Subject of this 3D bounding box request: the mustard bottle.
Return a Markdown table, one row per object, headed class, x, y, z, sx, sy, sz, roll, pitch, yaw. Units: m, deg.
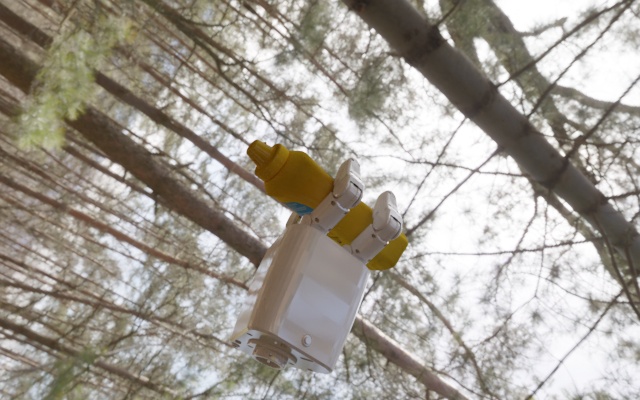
| class | x | y | z | sx | sy | sz | roll | pitch | yaw |
| --- | --- | --- | --- | --- | --- | --- | --- | --- | --- |
| mustard bottle | 0.000 | 0.002 | 0.507 | 0.192 | 0.058 | 0.096 | 38 | -10 | -23 |
